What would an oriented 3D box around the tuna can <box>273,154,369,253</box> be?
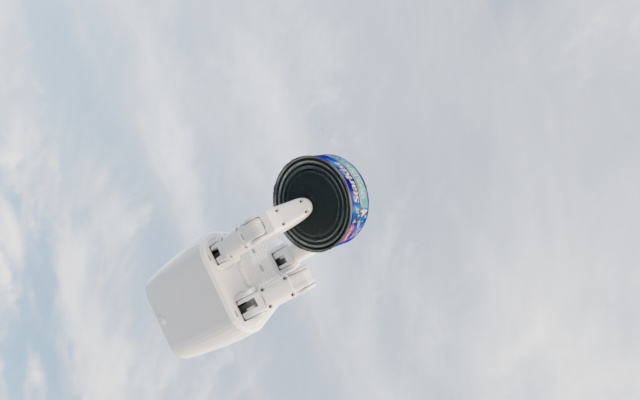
[{"bbox_3d":[0.000,0.001,0.428,0.086,0.086,0.034,0,8,37],"label":"tuna can"}]
